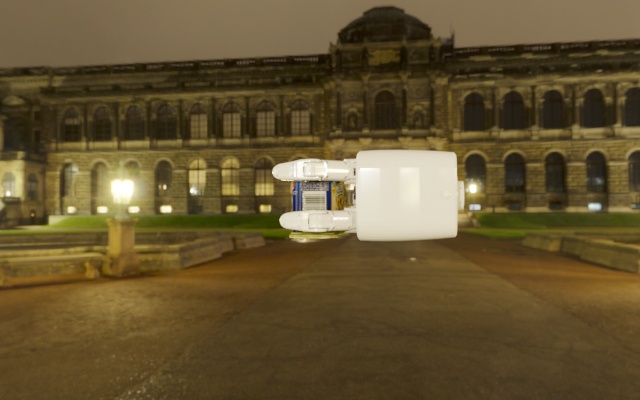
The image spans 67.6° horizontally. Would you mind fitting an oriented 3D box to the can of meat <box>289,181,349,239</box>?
[{"bbox_3d":[0.000,0.002,0.577,0.057,0.084,0.102,0,-1,14],"label":"can of meat"}]
